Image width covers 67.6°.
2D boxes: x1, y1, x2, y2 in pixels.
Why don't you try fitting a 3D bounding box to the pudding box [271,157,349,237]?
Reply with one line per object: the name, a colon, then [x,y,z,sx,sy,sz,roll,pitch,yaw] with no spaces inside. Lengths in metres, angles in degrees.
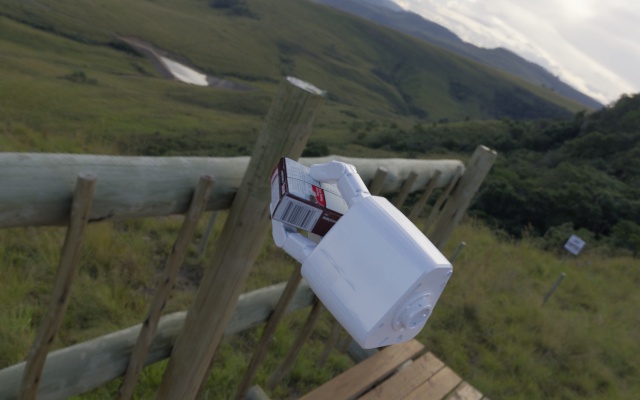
pudding box: [0.000,0.002,0.552,0.113,0.039,0.090,23,26,-20]
